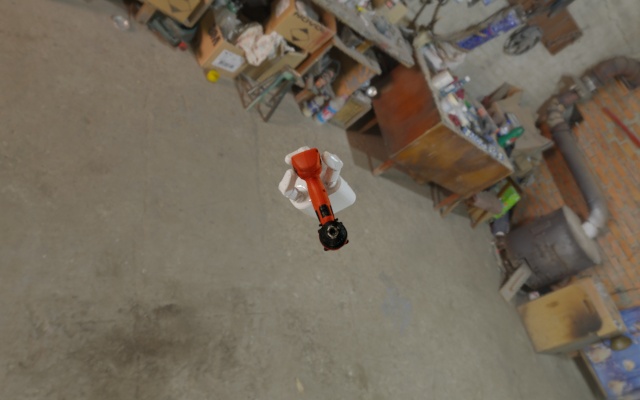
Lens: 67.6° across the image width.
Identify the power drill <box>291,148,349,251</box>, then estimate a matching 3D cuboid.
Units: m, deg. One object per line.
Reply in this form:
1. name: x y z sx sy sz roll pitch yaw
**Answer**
1. power drill: 0.000 0.002 0.883 0.057 0.187 0.184 -18 -10 -3
